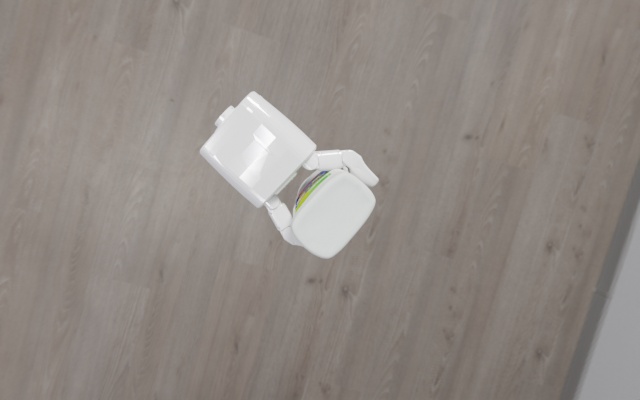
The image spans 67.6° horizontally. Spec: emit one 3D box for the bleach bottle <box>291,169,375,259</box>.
[{"bbox_3d":[0.000,0.002,0.654,0.068,0.102,0.251,42,-1,-10],"label":"bleach bottle"}]
